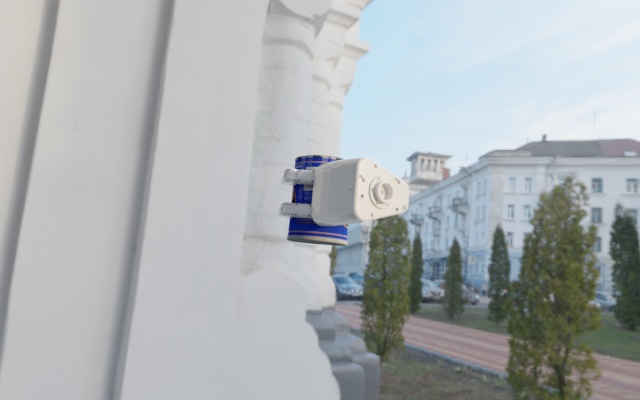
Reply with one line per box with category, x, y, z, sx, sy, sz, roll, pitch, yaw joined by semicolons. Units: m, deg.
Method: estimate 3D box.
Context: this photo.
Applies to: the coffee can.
coffee can;0.000;0.003;0.816;0.103;0.140;0.103;5;-8;1
